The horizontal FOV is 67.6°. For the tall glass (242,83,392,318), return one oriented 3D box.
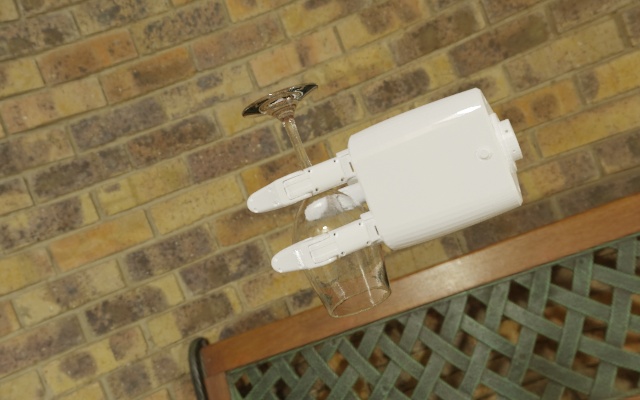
[{"bbox_3d":[0.000,0.001,0.434,0.079,0.201,0.079,-21,1,1],"label":"tall glass"}]
